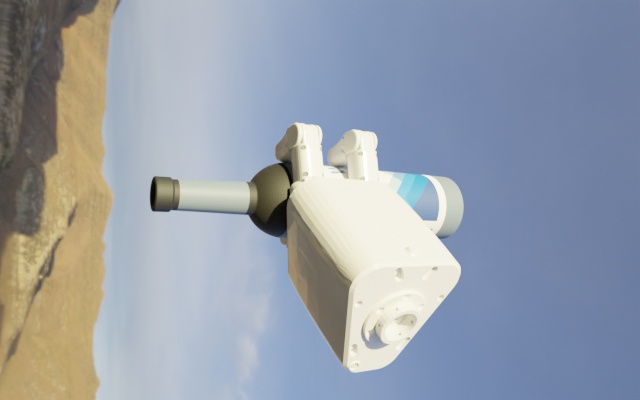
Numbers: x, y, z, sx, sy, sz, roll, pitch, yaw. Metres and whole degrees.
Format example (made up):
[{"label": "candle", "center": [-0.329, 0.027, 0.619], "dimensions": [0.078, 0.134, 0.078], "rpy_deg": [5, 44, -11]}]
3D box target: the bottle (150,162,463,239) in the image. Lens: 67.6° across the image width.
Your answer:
[{"label": "bottle", "center": [0.000, 0.001, 0.436], "dimensions": [0.296, 0.069, 0.069], "rpy_deg": [3, -2, -30]}]
